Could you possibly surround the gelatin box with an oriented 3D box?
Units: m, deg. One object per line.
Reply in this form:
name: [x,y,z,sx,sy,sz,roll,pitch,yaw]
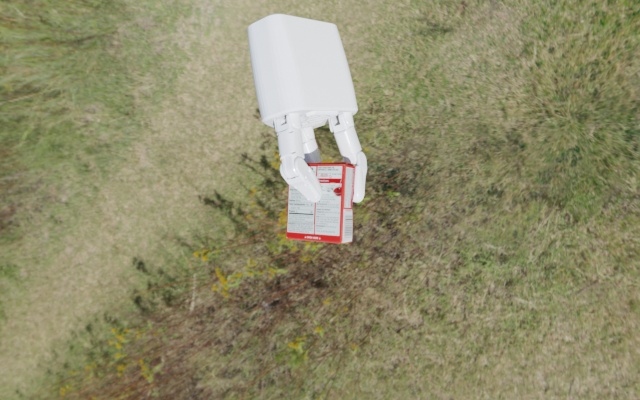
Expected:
gelatin box: [0.000,0.002,0.540,0.073,0.089,0.030,2,-1,30]
